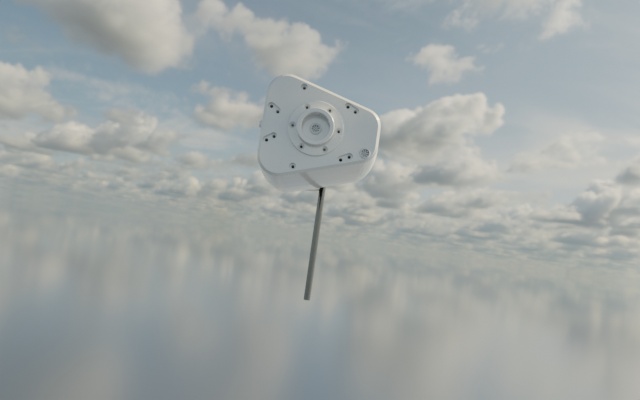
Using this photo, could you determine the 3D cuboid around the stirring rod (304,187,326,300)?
[{"bbox_3d":[0.000,0.002,0.589,0.011,0.239,0.011,8,-4,1],"label":"stirring rod"}]
